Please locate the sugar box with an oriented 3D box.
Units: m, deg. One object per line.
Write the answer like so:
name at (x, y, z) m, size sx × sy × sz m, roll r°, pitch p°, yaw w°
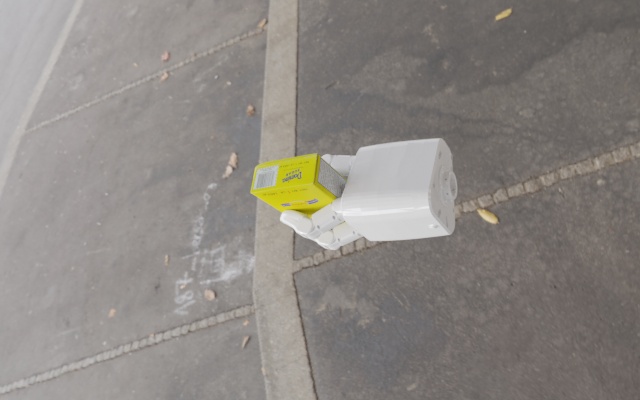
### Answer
sugar box at (0.000, 0.002, 0.621) m, size 0.093 × 0.048 × 0.176 m, roll -7°, pitch -28°, yaw 31°
